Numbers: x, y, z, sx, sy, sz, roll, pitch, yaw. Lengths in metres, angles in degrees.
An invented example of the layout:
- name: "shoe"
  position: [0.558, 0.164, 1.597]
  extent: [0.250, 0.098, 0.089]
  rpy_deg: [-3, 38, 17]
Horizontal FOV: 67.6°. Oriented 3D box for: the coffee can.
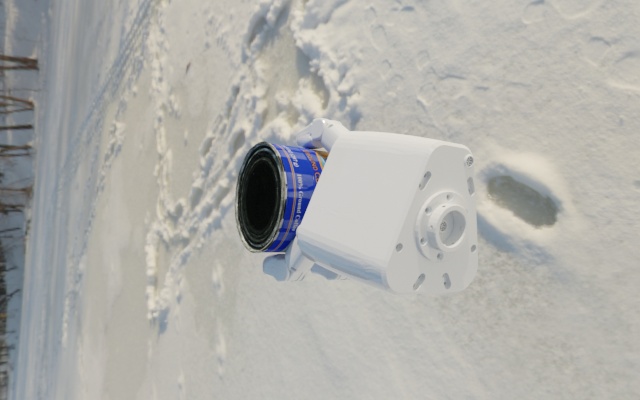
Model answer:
- name: "coffee can"
  position: [0.000, 0.001, 0.473]
  extent: [0.140, 0.103, 0.103]
  rpy_deg: [4, -2, -33]
